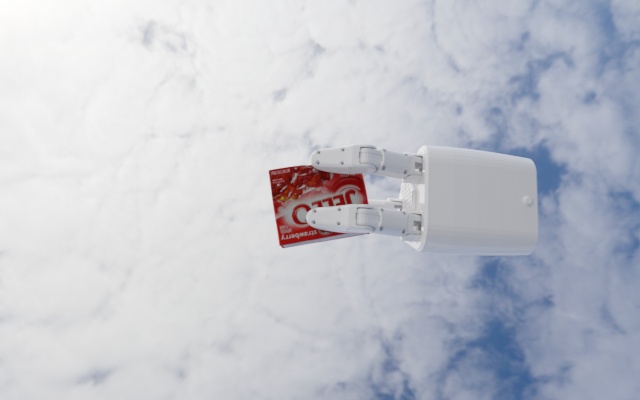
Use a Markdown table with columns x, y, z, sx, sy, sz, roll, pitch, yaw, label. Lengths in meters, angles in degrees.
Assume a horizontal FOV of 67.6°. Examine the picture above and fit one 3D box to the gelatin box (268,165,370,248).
| x | y | z | sx | sy | sz | roll | pitch | yaw | label |
| --- | --- | --- | --- | --- | --- | --- | --- | --- | --- |
| 0.000 | 0.002 | 0.452 | 0.089 | 0.073 | 0.030 | -9 | -12 | -1 | gelatin box |
